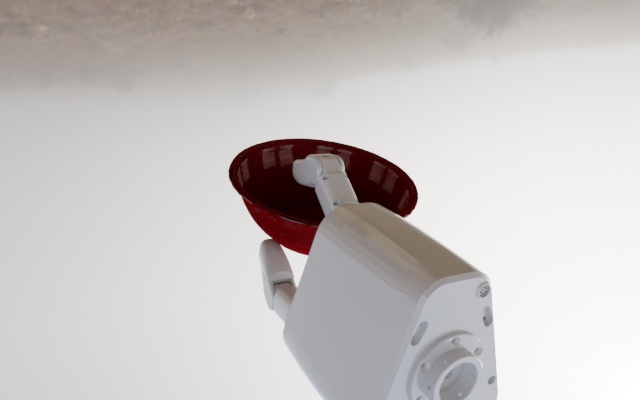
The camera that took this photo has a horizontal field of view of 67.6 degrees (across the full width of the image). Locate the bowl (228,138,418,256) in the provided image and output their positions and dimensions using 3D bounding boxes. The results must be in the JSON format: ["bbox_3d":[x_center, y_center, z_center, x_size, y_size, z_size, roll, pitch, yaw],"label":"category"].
[{"bbox_3d":[0.000,0.001,0.420,0.162,0.055,0.162,7,30,-4],"label":"bowl"}]
